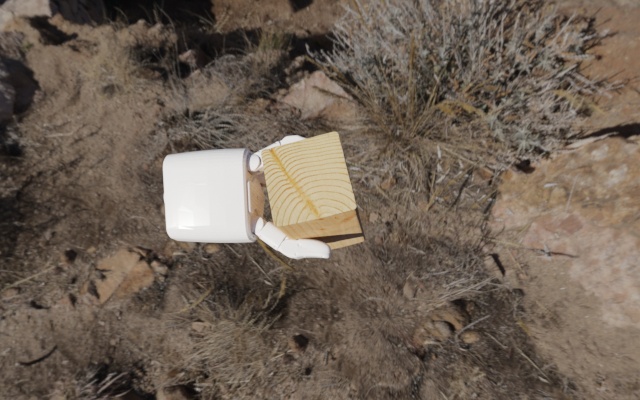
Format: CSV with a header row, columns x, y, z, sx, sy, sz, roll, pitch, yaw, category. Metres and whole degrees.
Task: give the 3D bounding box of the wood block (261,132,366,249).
x,y,z,sx,sy,sz,roll,pitch,yaw,category
0.000,0.002,0.601,0.090,0.090,0.206,-13,-15,5,wood block
